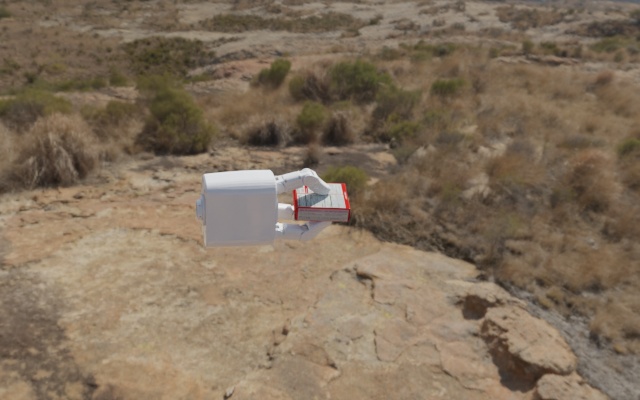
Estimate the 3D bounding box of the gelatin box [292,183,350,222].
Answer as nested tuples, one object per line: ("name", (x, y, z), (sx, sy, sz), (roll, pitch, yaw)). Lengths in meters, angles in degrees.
("gelatin box", (0.001, 0.002, 0.779), (0.089, 0.030, 0.073), (1, 35, -6))
